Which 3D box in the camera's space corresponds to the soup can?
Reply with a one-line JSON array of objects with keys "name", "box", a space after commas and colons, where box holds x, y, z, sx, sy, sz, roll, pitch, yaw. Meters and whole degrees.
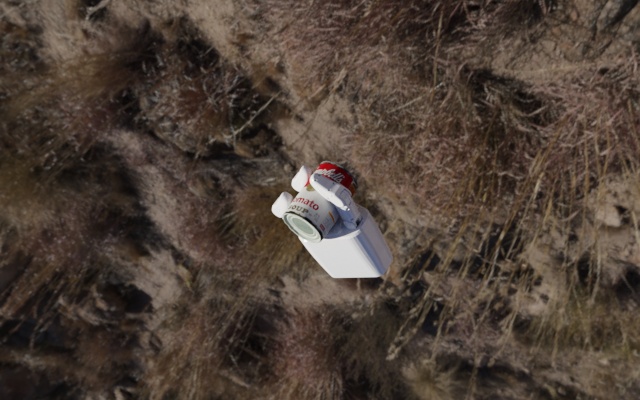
[{"name": "soup can", "box": [0.000, 0.002, 0.691, 0.068, 0.102, 0.068, 28, -26, 15]}]
